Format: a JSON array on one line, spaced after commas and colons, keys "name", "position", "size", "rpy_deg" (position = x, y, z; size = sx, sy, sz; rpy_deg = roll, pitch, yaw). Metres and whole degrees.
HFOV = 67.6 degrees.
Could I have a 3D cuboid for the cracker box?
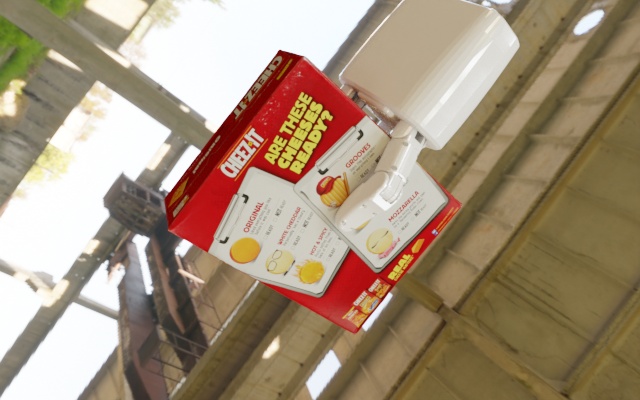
[{"name": "cracker box", "position": [0.000, 0.002, 0.424], "size": [0.214, 0.164, 0.072], "rpy_deg": [36, 5, -31]}]
